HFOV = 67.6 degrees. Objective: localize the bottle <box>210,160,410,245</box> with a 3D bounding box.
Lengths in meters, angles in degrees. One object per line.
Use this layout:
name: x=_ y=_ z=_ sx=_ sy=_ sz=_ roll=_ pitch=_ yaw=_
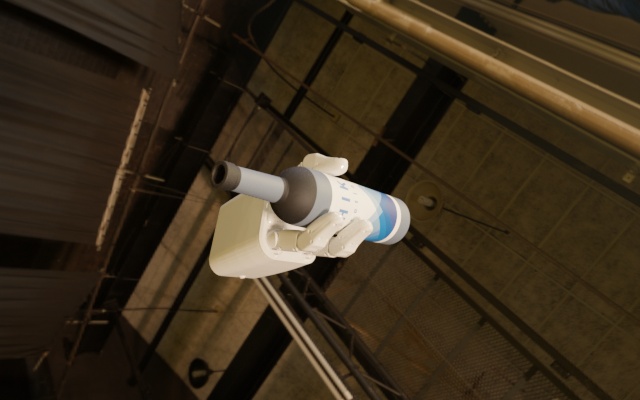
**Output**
bottle: x=0.000 y=0.002 z=0.557 sx=0.069 sy=0.069 sz=0.296 roll=0 pitch=-10 yaw=42
